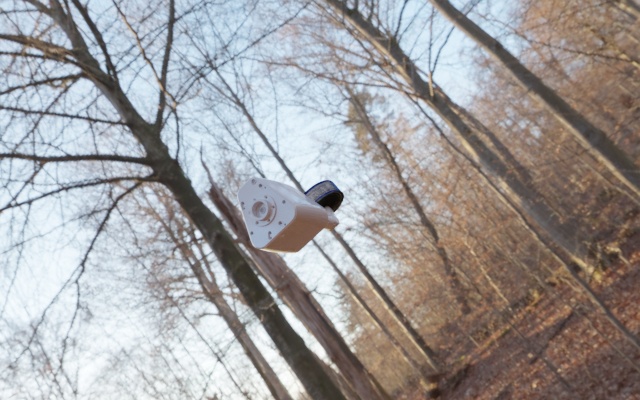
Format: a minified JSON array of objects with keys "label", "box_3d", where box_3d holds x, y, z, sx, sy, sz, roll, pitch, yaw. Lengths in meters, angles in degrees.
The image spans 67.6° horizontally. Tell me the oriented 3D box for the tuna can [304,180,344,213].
[{"label":"tuna can","box_3d":[0.000,0.003,0.882,0.086,0.086,0.033,0,44,-54]}]
